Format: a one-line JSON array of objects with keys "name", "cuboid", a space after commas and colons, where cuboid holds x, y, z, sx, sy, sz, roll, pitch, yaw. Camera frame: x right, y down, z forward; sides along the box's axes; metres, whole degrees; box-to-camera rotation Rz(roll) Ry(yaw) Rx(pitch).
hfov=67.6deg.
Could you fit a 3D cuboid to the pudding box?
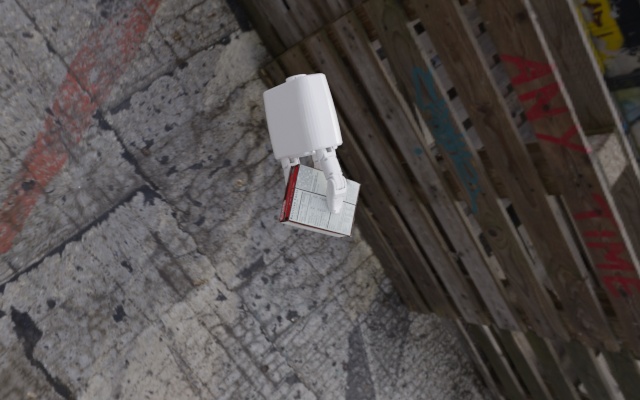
[{"name": "pudding box", "cuboid": [0.000, 0.002, 0.727, 0.113, 0.090, 0.039, 16, -10, -24]}]
